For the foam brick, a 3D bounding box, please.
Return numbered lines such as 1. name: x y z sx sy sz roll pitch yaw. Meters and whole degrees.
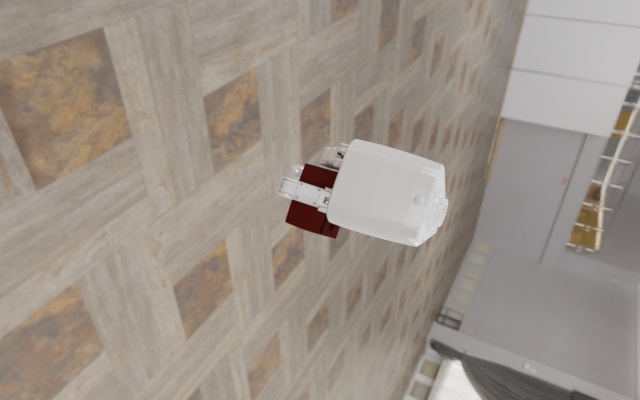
1. foam brick: 0.000 0.002 0.581 0.051 0.078 0.053 18 -4 23
